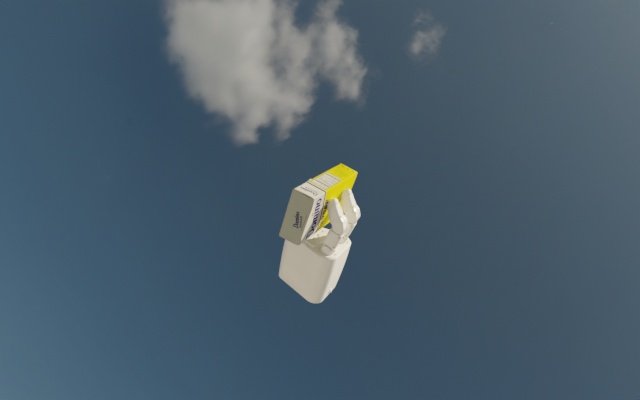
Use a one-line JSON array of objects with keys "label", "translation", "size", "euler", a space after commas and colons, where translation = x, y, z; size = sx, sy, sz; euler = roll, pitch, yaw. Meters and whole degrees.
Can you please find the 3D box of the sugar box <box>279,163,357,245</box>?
[{"label": "sugar box", "translation": [0.001, 0.003, 0.823], "size": [0.048, 0.093, 0.176], "euler": [27, 28, 15]}]
